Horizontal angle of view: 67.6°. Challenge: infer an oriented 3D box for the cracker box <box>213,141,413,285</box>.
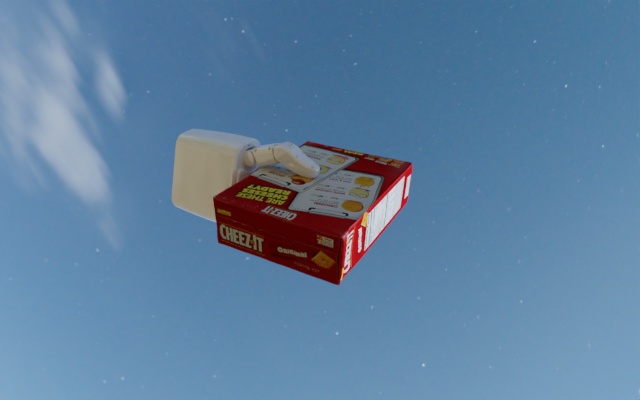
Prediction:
[{"bbox_3d":[0.000,0.002,0.594,0.164,0.072,0.213,15,31,24],"label":"cracker box"}]
